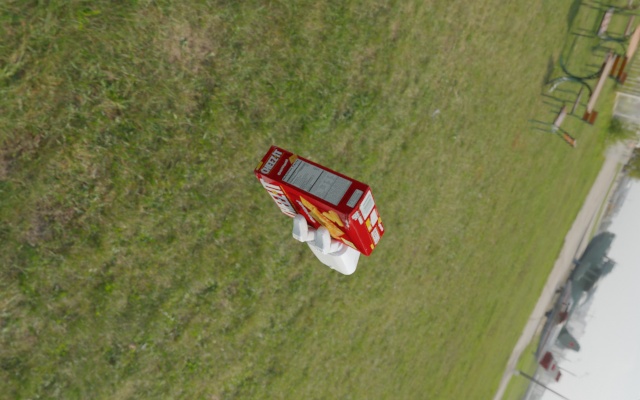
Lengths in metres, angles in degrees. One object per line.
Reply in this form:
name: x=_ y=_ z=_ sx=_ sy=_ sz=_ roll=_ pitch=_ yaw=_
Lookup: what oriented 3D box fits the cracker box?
cracker box: x=0.000 y=0.003 z=0.872 sx=0.213 sy=0.072 sz=0.164 roll=25 pitch=-20 yaw=29
